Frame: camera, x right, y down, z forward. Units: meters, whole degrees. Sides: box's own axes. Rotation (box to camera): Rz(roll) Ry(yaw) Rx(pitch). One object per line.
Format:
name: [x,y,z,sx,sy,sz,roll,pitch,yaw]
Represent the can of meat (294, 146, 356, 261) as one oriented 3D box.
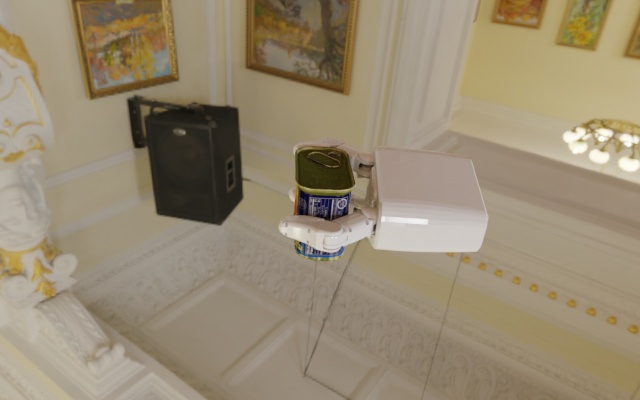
can of meat: [0.000,0.002,0.498,0.057,0.084,0.102,2,29,-5]
